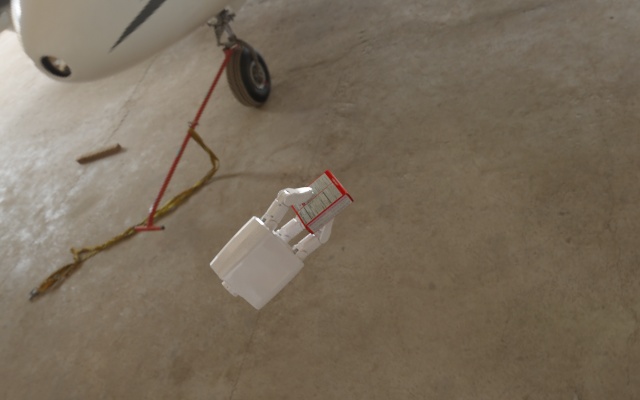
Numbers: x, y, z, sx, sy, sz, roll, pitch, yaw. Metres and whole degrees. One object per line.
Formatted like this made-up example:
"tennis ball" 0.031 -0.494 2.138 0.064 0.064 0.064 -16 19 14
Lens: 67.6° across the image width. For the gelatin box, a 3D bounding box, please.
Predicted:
"gelatin box" 0.000 0.002 0.788 0.030 0.089 0.073 46 5 -43
